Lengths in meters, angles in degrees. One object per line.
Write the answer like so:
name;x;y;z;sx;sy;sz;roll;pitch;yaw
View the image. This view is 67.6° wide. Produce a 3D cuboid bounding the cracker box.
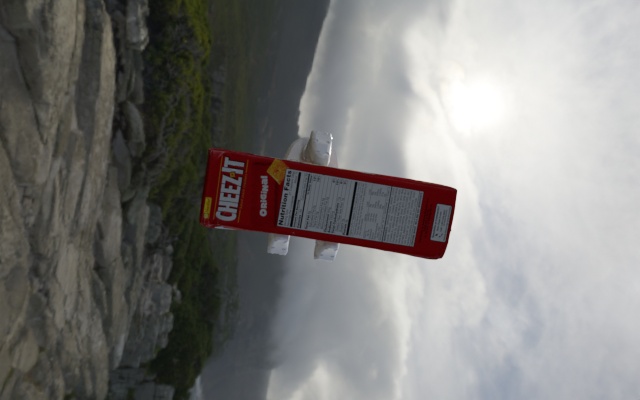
cracker box;0.000;0.001;0.473;0.214;0.072;0.164;9;2;-7
